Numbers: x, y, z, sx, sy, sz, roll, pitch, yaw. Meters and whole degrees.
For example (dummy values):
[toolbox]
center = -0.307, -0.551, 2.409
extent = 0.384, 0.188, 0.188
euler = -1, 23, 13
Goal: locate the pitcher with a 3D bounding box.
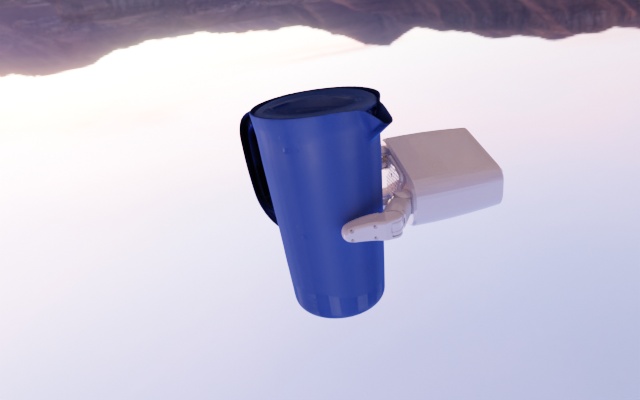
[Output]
[pitcher]
center = 0.000, 0.002, 0.531
extent = 0.145, 0.243, 0.149
euler = -12, 24, -9
